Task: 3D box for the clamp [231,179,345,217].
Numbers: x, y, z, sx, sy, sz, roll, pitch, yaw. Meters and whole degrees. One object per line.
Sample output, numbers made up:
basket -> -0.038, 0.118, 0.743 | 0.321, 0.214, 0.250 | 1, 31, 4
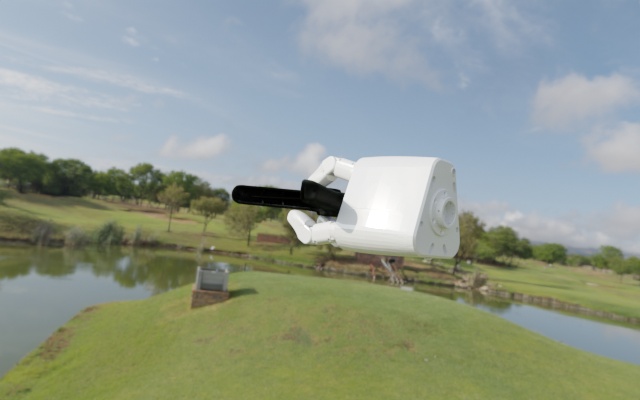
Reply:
clamp -> 0.001, 0.001, 0.628 | 0.164, 0.036, 0.210 | 1, -7, 45
